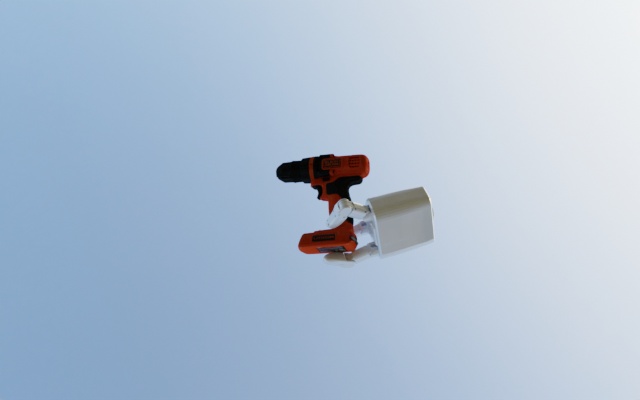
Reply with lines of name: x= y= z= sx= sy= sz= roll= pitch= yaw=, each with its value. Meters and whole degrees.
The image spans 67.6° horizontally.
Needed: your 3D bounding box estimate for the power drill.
power drill: x=0.000 y=0.003 z=0.887 sx=0.184 sy=0.187 sz=0.057 roll=-5 pitch=-21 yaw=17
